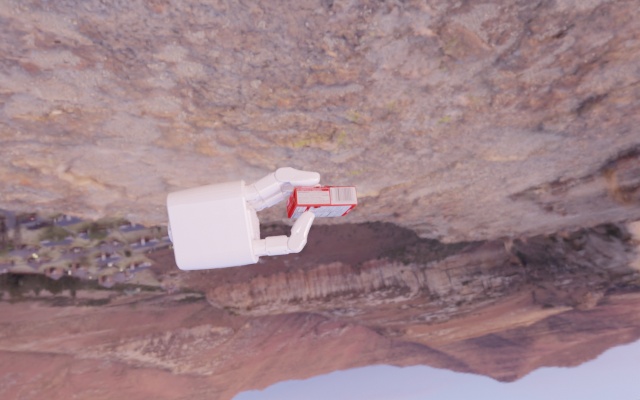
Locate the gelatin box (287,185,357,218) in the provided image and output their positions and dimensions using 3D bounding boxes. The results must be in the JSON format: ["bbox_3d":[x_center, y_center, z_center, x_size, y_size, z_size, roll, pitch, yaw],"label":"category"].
[{"bbox_3d":[0.000,0.003,0.678,0.089,0.030,0.073,-1,-14,-12],"label":"gelatin box"}]
